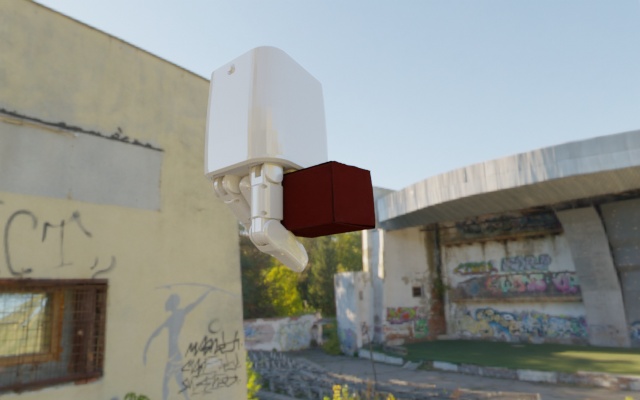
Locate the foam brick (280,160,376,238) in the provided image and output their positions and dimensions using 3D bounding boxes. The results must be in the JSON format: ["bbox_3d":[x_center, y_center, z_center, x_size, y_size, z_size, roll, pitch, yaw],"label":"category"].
[{"bbox_3d":[0.000,0.001,0.408,0.078,0.051,0.053,-12,-16,42],"label":"foam brick"}]
